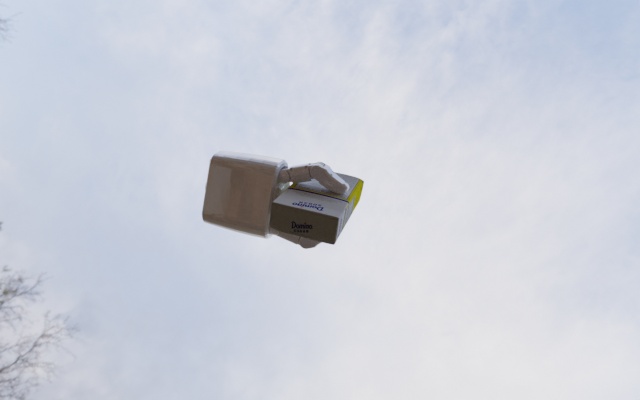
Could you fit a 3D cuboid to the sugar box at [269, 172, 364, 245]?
[{"bbox_3d":[0.000,0.003,0.688,0.093,0.048,0.176,13,24,12],"label":"sugar box"}]
